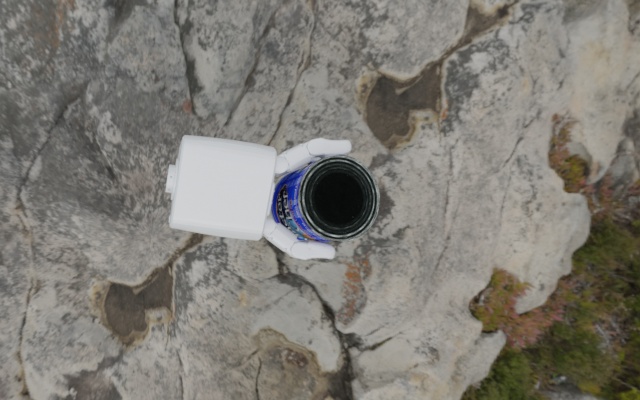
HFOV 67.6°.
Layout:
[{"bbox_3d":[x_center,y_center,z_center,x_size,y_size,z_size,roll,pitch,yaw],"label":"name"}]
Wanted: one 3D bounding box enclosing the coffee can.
[{"bbox_3d":[0.000,0.002,0.618,0.103,0.103,0.140,0,-4,-19],"label":"coffee can"}]
